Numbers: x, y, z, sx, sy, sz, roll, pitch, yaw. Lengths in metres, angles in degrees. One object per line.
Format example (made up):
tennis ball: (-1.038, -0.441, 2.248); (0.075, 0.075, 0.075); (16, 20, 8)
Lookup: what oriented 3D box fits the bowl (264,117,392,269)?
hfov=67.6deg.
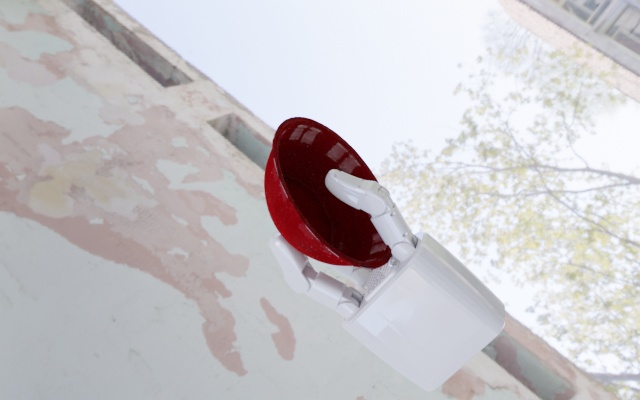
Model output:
bowl: (-0.001, 0.001, 0.455); (0.055, 0.162, 0.162); (-34, -20, 31)
